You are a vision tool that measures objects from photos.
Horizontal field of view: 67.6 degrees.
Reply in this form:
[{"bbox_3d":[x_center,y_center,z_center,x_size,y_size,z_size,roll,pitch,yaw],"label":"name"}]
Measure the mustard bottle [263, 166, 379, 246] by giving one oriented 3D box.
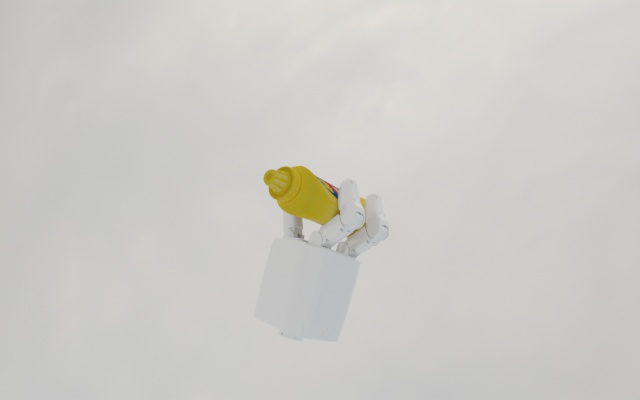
[{"bbox_3d":[0.000,0.002,0.600,0.192,0.058,0.096,25,11,-47],"label":"mustard bottle"}]
